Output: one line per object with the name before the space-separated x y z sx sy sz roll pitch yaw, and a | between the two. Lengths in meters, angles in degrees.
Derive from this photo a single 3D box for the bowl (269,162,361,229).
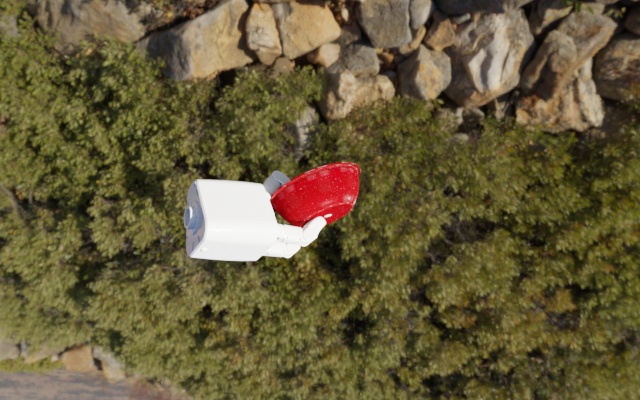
bowl | 0.001 0.003 0.771 0.162 0.055 0.162 -21 -18 -7
